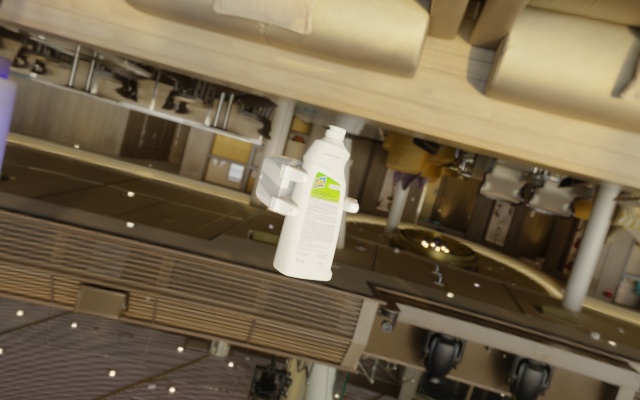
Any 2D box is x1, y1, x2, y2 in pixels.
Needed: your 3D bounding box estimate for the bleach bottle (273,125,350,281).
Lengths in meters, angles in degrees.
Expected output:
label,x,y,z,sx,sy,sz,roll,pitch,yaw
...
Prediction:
label,x,y,z,sx,sy,sz,roll,pitch,yaw
bleach bottle,0.000,0.003,0.795,0.102,0.251,0.068,13,6,-33
